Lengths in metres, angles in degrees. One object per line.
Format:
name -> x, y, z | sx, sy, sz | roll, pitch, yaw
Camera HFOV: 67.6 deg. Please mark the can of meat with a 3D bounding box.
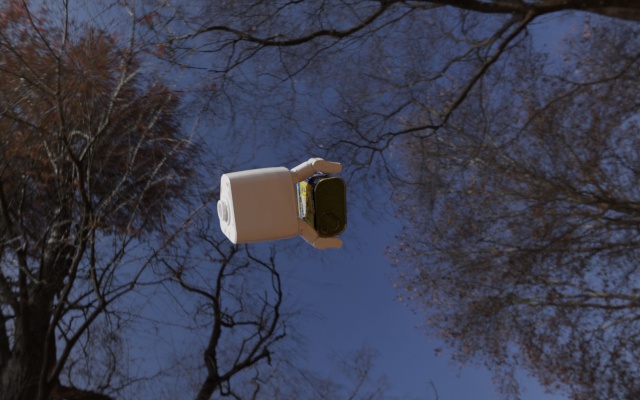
can of meat -> 0.000, 0.003, 0.829 | 0.057, 0.102, 0.084 | -11, 18, -25
